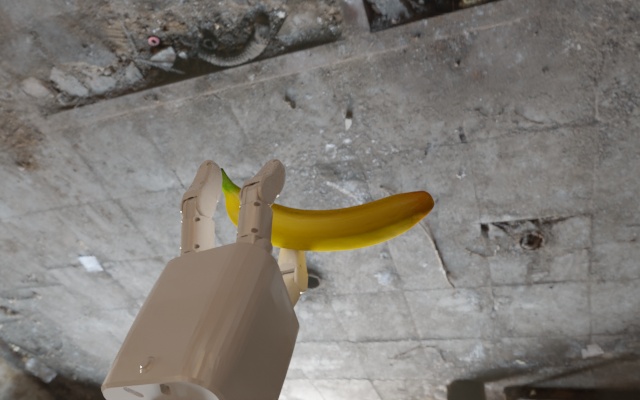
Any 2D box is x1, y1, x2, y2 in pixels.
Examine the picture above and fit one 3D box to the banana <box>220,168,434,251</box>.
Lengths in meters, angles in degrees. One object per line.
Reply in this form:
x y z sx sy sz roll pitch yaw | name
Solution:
-0.002 0.016 0.423 0.198 0.070 0.037 6 39 11 | banana
